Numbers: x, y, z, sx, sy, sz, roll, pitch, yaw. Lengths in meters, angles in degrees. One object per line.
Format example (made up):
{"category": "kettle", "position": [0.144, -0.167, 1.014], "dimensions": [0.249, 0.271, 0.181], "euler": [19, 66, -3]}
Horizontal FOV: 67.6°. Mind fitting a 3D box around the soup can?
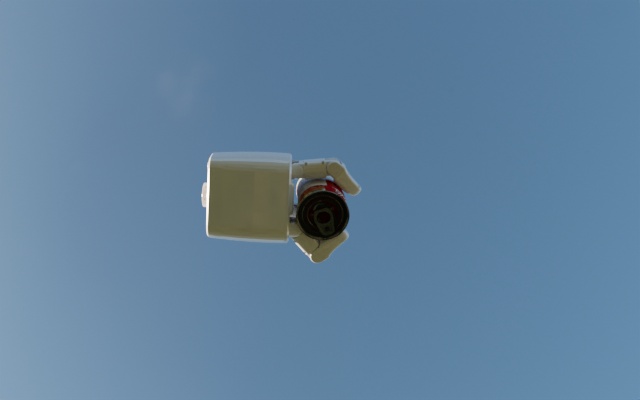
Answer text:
{"category": "soup can", "position": [0.001, 0.002, 0.646], "dimensions": [0.068, 0.068, 0.102], "euler": [0, 21, -3]}
